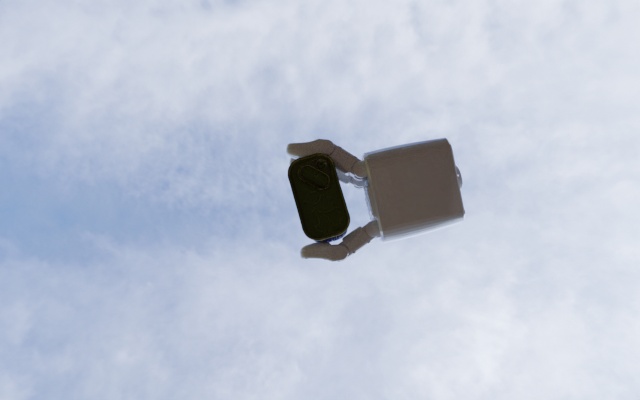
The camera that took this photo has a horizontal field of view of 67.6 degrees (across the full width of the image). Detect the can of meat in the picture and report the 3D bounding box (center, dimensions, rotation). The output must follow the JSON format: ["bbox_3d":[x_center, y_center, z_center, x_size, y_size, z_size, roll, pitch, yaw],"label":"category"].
[{"bbox_3d":[0.000,0.002,0.598,0.057,0.102,0.084,-16,-11,1],"label":"can of meat"}]
